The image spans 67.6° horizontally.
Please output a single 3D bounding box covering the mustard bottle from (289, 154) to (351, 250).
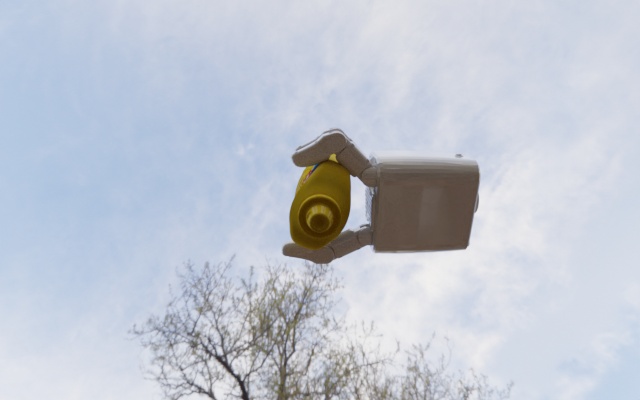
[{"bbox_3d":[0.000,0.002,0.517,0.058,0.096,0.191,24,10,-5],"label":"mustard bottle"}]
